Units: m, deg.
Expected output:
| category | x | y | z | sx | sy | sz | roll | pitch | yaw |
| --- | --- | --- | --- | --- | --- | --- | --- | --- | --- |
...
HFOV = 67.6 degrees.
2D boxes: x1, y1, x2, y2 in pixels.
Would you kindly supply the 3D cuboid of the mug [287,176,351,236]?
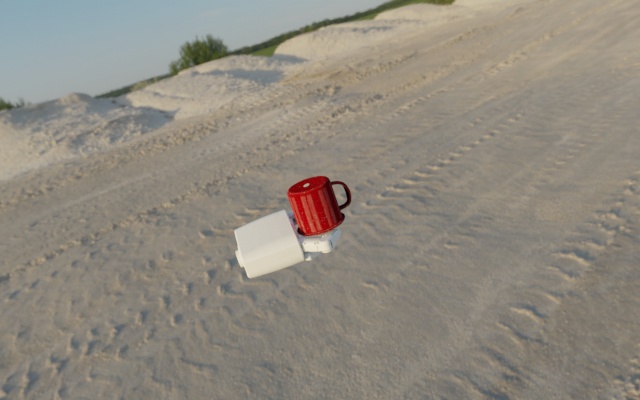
| category | x | y | z | sx | sy | sz | roll | pitch | yaw |
| --- | --- | --- | --- | --- | --- | --- | --- | --- | --- |
| mug | 0.001 | 0.002 | 0.867 | 0.117 | 0.081 | 0.093 | -21 | 19 | -7 |
